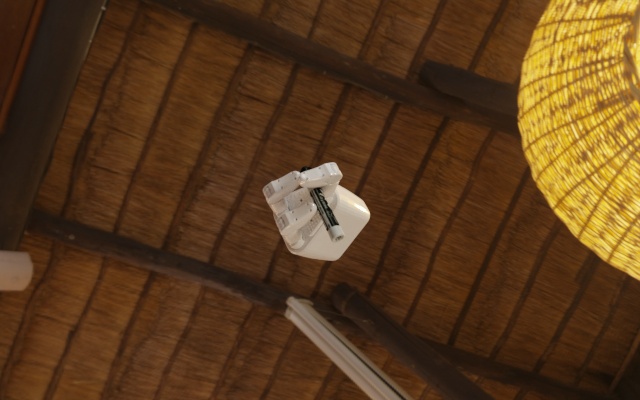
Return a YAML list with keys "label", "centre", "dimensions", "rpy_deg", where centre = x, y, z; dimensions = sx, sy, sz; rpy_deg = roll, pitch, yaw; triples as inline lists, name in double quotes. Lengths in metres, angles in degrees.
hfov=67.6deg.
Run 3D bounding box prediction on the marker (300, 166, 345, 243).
- label: "marker"
  centre: [0.000, 0.002, 0.644]
  dimensions: [0.020, 0.121, 0.020]
  rpy_deg: [-20, -29, -12]
